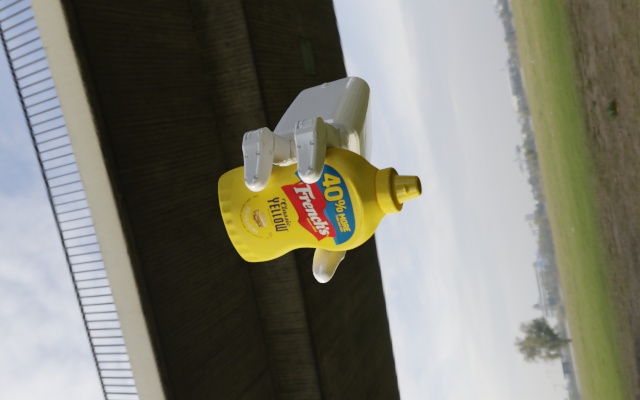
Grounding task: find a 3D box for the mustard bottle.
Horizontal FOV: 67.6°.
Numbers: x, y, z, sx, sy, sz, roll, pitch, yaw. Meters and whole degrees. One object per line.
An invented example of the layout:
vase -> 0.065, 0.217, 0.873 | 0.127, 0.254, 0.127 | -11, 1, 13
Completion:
mustard bottle -> 0.000, 0.002, 0.451 | 0.191, 0.096, 0.058 | -10, 12, 25
